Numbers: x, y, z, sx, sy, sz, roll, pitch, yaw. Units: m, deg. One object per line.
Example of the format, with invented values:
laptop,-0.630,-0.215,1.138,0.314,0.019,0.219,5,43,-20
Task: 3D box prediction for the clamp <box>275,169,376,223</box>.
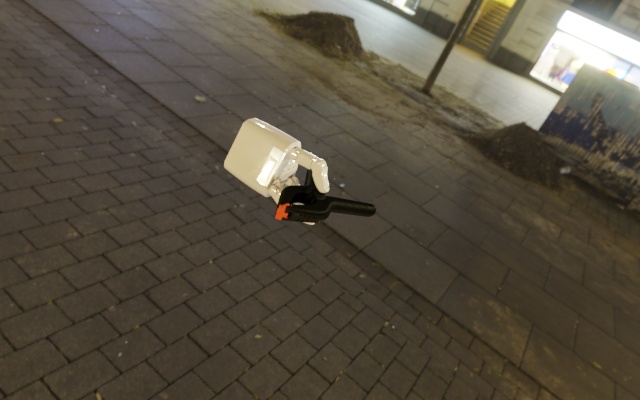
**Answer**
clamp,0.000,0.002,0.858,0.164,0.036,0.210,30,28,18
